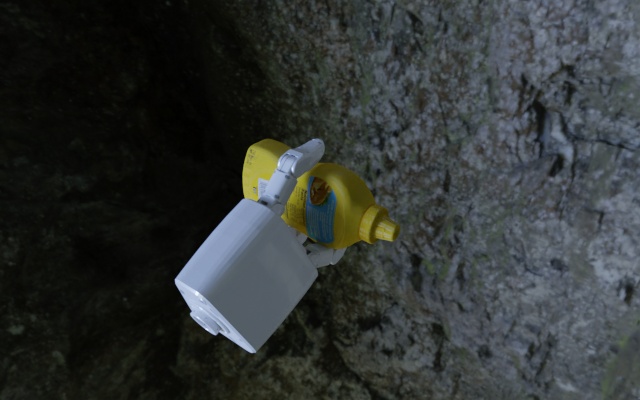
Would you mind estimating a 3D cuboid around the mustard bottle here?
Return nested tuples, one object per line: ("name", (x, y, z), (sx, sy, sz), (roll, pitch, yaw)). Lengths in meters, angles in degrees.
("mustard bottle", (0.000, 0.001, 0.531), (0.191, 0.096, 0.058), (23, 35, 30))
